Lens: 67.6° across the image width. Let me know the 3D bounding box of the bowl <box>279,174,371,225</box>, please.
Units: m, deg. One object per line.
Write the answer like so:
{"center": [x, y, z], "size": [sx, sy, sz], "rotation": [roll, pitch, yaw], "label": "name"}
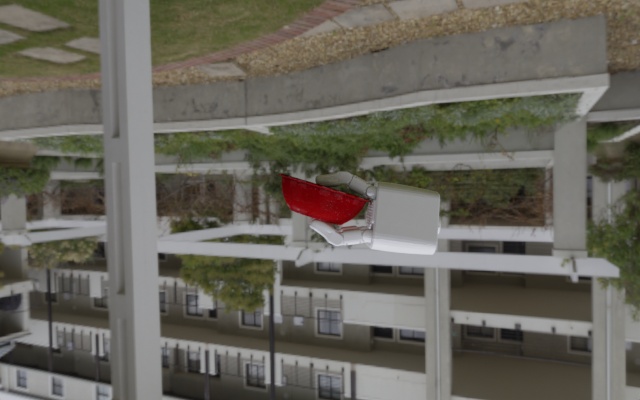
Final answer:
{"center": [-0.001, 0.003, 0.805], "size": [0.162, 0.055, 0.162], "rotation": [17, 1, 0], "label": "bowl"}
